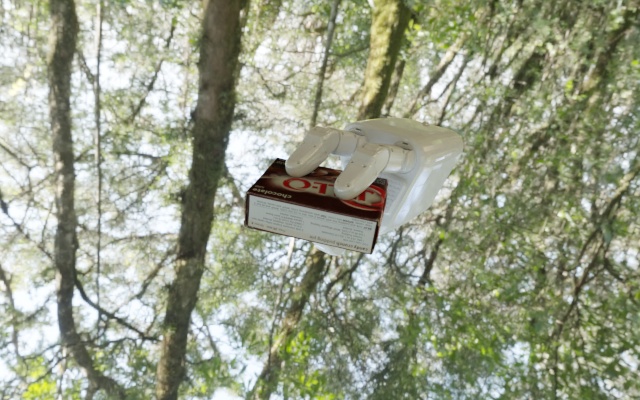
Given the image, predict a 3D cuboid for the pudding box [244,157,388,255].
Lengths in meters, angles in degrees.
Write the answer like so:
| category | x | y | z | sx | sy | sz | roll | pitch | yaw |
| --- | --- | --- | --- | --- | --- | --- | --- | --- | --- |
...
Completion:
| category | x | y | z | sx | sy | sz | roll | pitch | yaw |
| --- | --- | --- | --- | --- | --- | --- | --- | --- | --- |
| pudding box | 0.000 | 0.002 | 0.422 | 0.113 | 0.039 | 0.090 | 10 | 24 | 8 |
